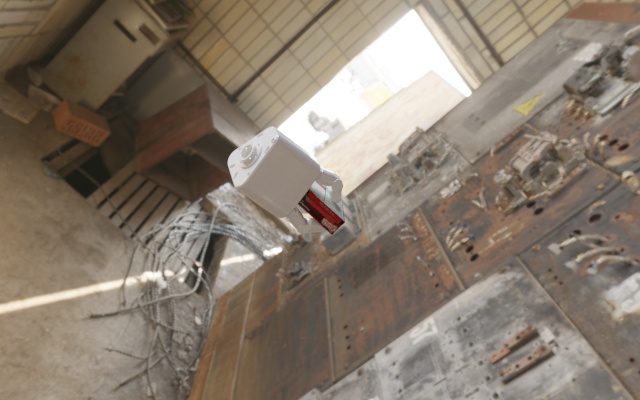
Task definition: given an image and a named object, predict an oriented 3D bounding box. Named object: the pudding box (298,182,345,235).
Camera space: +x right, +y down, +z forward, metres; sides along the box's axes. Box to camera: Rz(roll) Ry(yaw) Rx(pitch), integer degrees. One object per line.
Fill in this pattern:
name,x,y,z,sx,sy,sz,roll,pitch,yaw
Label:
pudding box,0.000,0.003,0.868,0.039,0.090,0.113,-43,14,16
